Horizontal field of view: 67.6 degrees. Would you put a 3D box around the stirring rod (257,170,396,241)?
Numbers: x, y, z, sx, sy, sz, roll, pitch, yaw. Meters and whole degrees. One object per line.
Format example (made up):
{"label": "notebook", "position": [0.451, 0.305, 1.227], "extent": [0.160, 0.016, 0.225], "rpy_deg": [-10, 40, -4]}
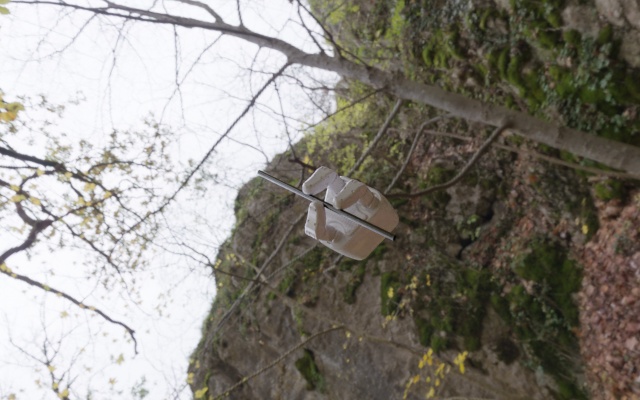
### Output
{"label": "stirring rod", "position": [0.000, 0.002, 0.664], "extent": [0.239, 0.011, 0.011], "rpy_deg": [26, 14, 30]}
